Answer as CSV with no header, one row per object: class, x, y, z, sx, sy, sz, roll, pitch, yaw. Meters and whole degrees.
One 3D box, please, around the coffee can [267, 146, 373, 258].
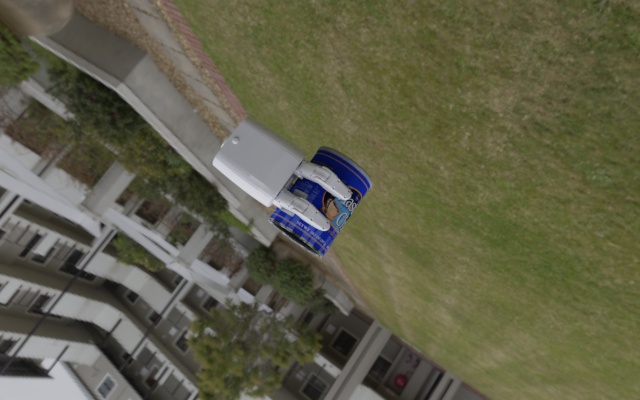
coffee can,0.000,0.002,0.739,0.103,0.140,0.103,34,-11,7
